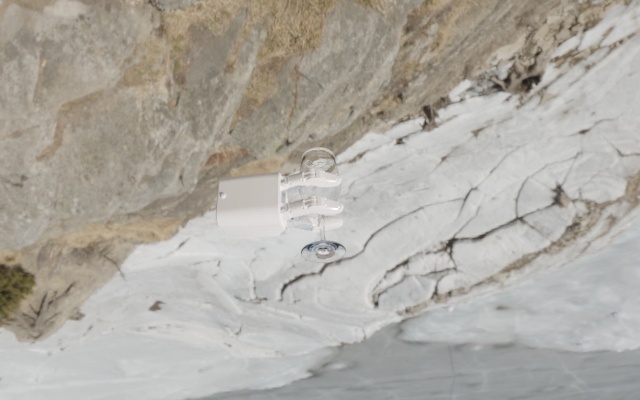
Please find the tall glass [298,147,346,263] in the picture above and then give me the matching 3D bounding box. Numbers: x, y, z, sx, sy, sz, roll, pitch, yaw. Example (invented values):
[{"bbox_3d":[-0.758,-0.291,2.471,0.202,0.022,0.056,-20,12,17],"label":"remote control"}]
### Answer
[{"bbox_3d":[0.000,0.003,0.834,0.079,0.201,0.079,-2,-34,-1],"label":"tall glass"}]
